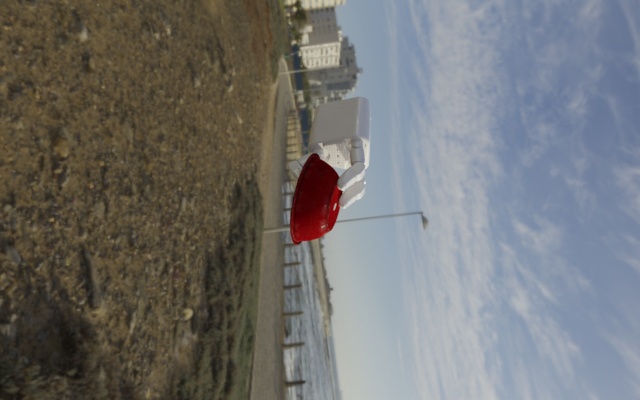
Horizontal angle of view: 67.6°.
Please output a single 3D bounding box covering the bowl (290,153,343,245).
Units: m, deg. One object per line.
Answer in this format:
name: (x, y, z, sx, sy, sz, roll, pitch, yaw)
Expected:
bowl: (0.000, 0.004, 0.818, 0.055, 0.162, 0.162, 13, 3, 13)
